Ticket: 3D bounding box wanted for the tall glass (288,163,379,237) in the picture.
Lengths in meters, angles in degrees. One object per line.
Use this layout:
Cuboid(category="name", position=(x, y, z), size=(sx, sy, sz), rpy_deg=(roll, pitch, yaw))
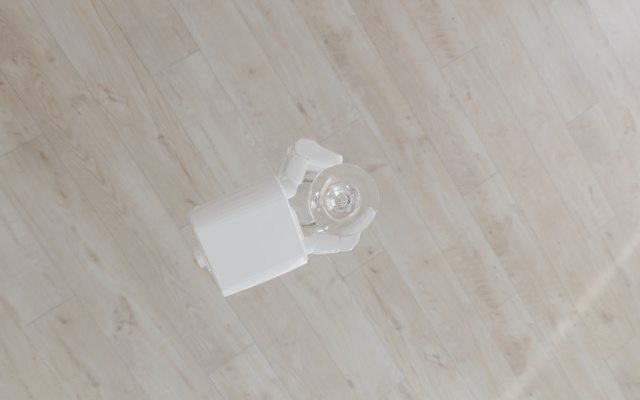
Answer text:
Cuboid(category="tall glass", position=(0.000, 0.002, 0.574), size=(0.079, 0.079, 0.201), rpy_deg=(0, -1, -14))
